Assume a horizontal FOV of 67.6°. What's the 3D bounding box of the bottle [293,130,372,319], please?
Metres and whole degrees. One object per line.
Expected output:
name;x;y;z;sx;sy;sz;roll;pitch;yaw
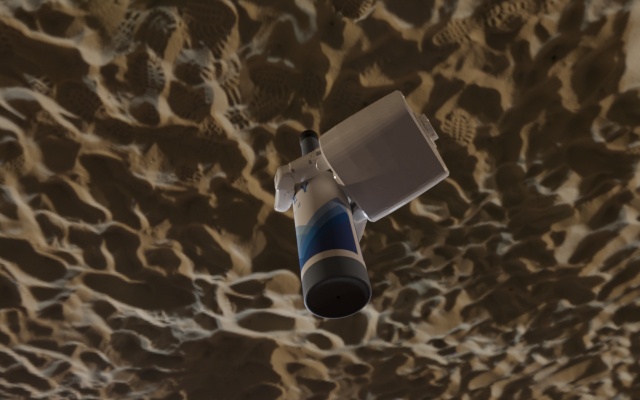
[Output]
bottle;0.000;0.002;0.575;0.069;0.069;0.295;0;39;-9
